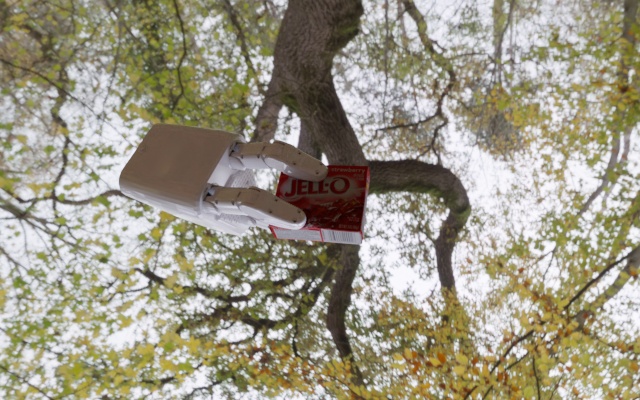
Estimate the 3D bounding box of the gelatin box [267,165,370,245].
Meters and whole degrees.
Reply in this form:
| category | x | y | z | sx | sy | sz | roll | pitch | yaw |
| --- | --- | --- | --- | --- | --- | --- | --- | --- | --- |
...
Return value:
| category | x | y | z | sx | sy | sz | roll | pitch | yaw |
| --- | --- | --- | --- | --- | --- | --- | --- | --- | --- |
| gelatin box | 0.000 | 0.002 | 0.462 | 0.089 | 0.073 | 0.030 | 3 | -31 | 11 |
